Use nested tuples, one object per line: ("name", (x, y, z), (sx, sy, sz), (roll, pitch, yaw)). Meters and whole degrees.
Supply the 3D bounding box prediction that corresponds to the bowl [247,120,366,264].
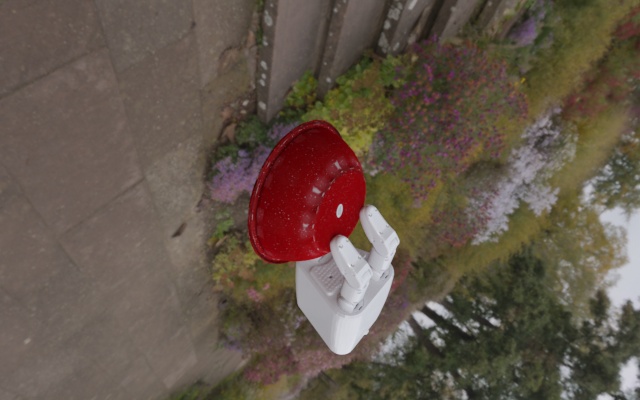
("bowl", (0.000, 0.001, 0.494), (0.055, 0.162, 0.162), (23, 12, 31))
